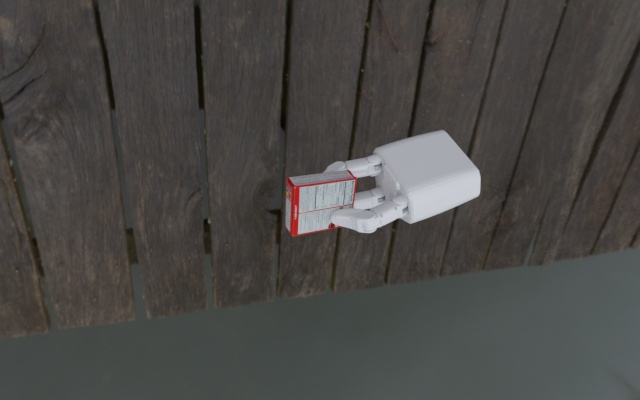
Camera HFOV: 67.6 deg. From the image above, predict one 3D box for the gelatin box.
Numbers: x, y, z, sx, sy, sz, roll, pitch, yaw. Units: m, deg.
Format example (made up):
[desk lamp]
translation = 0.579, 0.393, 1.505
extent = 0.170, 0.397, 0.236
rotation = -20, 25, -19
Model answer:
[gelatin box]
translation = 0.000, 0.002, 0.618
extent = 0.089, 0.073, 0.030
rotation = -10, 33, -22
